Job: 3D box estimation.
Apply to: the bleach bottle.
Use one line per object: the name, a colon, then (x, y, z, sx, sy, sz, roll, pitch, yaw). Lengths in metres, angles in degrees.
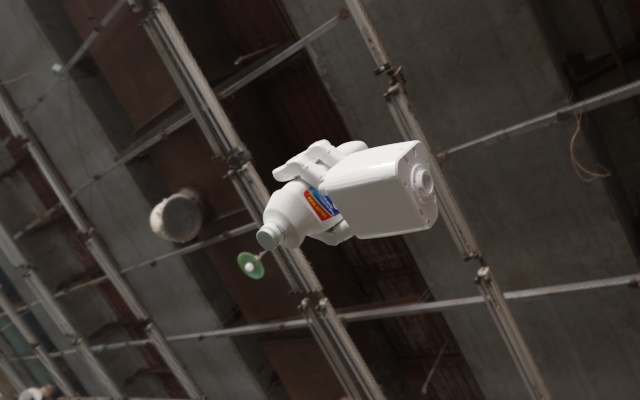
bleach bottle: (0.000, 0.002, 0.683, 0.068, 0.102, 0.250, -10, 20, 38)
